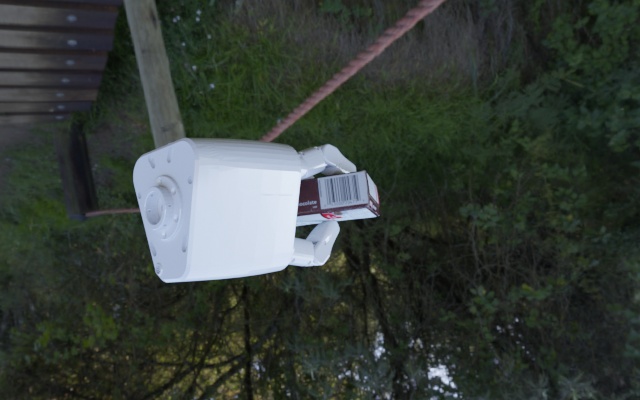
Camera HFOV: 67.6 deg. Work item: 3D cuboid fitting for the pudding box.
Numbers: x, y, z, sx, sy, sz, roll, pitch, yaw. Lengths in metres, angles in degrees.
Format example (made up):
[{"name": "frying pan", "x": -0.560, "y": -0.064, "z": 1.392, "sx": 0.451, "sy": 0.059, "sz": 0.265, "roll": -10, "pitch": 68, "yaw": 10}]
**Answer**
[{"name": "pudding box", "x": 0.000, "y": 0.002, "z": 0.492, "sx": 0.113, "sy": 0.039, "sz": 0.090, "roll": -6, "pitch": -8, "yaw": 12}]
